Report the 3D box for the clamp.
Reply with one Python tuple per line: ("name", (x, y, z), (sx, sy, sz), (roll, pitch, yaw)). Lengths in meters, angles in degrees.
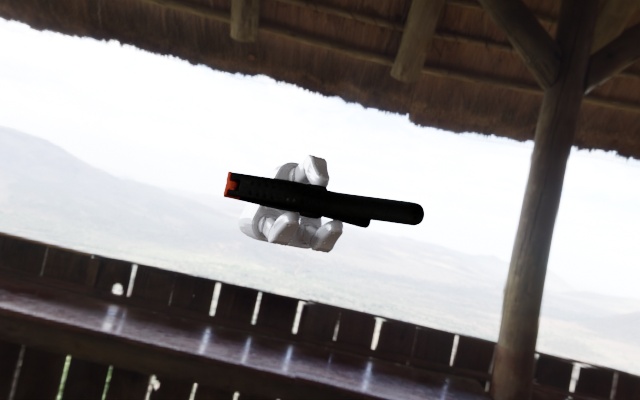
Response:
("clamp", (0.000, 0.001, 0.537), (0.210, 0.036, 0.164), (13, -9, -21))
